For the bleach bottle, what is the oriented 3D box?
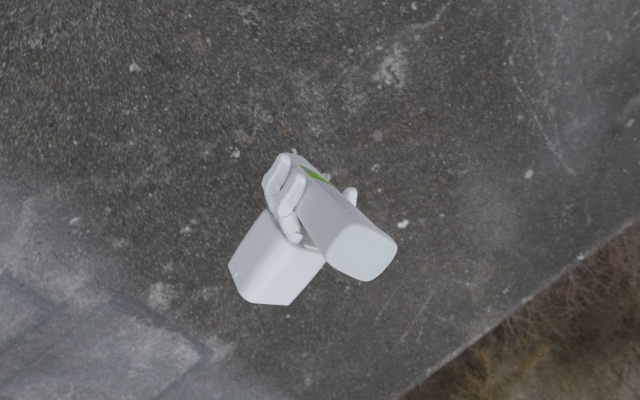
[{"bbox_3d":[0.000,0.002,0.664,0.102,0.068,0.250,30,13,-38],"label":"bleach bottle"}]
